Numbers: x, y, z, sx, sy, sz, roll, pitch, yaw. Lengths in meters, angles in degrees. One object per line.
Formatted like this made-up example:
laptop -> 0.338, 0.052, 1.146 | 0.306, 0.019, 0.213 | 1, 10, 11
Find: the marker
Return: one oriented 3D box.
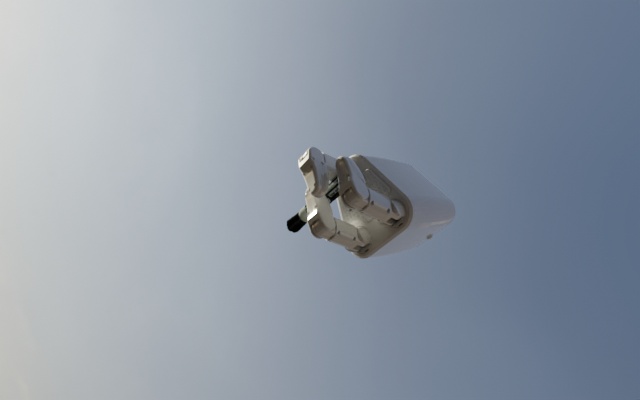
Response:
marker -> 0.000, 0.002, 0.546 | 0.020, 0.020, 0.121 | 0, -33, -47
